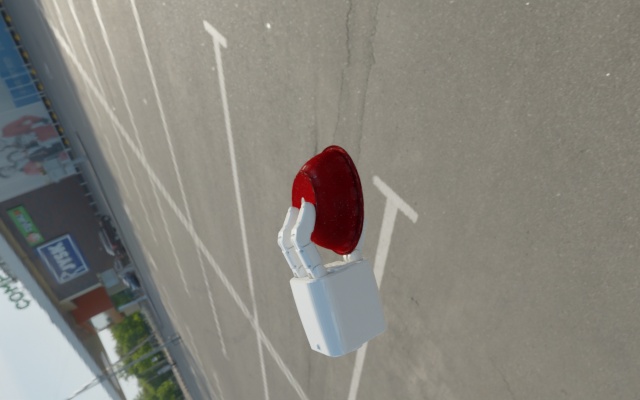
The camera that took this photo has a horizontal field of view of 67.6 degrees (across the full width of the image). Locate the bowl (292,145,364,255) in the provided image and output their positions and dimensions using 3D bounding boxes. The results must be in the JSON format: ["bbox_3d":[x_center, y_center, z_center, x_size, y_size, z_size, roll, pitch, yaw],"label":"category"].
[{"bbox_3d":[-0.001,0.001,0.686,0.055,0.162,0.162,-6,2,-24],"label":"bowl"}]
